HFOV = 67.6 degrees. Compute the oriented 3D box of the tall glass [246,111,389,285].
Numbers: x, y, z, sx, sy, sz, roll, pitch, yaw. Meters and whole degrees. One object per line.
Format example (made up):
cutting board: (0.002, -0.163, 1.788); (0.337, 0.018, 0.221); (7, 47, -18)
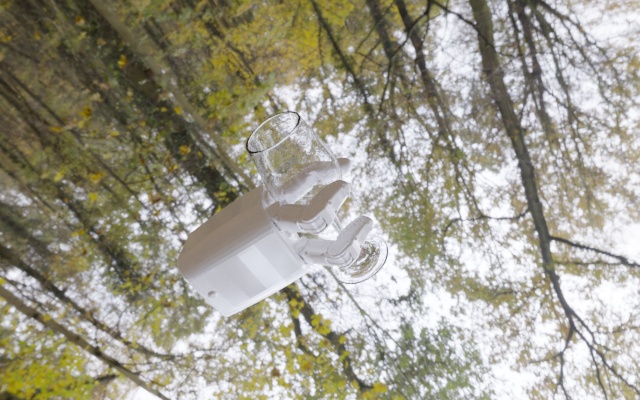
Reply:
tall glass: (0.001, 0.002, 0.515); (0.079, 0.079, 0.201); (0, -44, 40)
